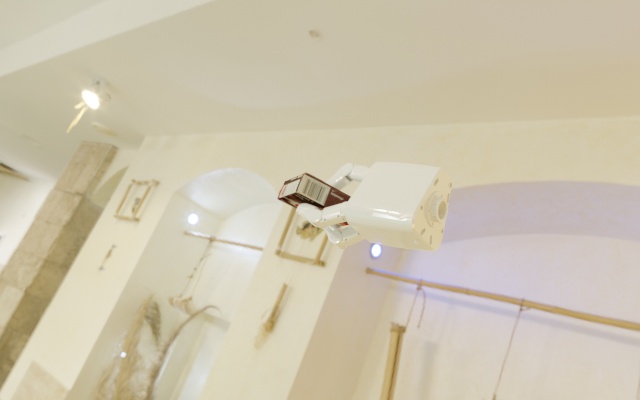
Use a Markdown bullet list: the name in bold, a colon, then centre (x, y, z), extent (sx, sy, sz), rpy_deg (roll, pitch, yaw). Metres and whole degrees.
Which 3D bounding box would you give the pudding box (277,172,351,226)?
- **pudding box**: centre (0.000, 0.002, 0.744), extent (0.113, 0.039, 0.090), rpy_deg (29, -18, -18)
